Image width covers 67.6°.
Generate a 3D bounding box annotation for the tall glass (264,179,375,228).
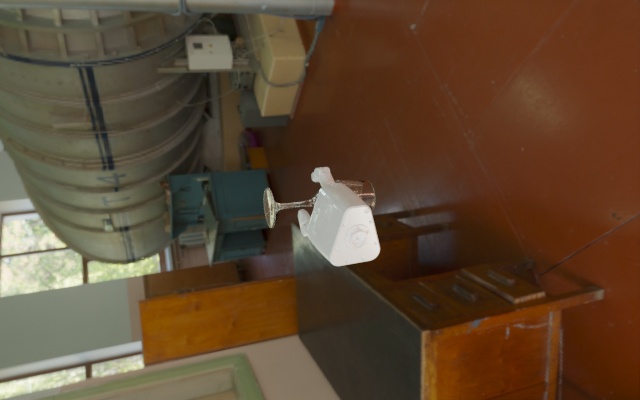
[{"bbox_3d":[-0.001,0.003,0.896,0.201,0.079,0.079,-7,2,-20],"label":"tall glass"}]
